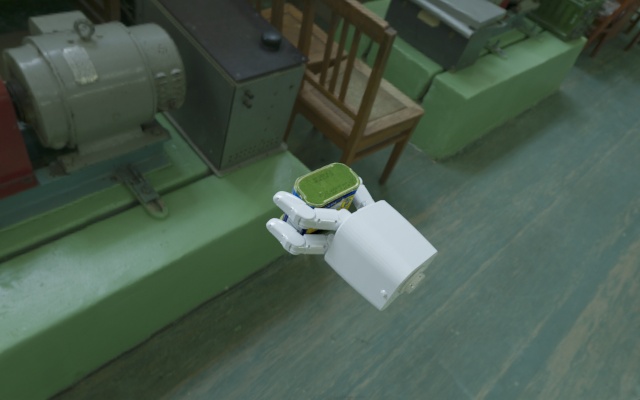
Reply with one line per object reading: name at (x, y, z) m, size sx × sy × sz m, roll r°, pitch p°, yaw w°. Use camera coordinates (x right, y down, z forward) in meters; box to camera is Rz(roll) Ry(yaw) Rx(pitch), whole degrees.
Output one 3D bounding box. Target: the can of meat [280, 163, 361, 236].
can of meat at (0.000, 0.002, 0.665) m, size 0.102 × 0.057 × 0.084 m, roll -27°, pitch -26°, yaw -35°
